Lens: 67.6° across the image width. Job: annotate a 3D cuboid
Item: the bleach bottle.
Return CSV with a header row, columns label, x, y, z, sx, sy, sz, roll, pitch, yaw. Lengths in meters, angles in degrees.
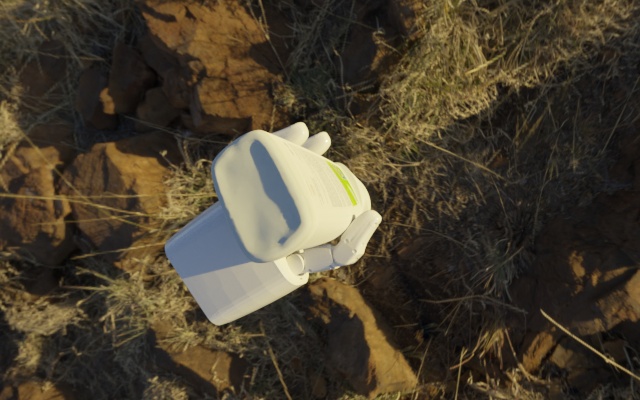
label,x,y,z,sx,sy,sz,roll,pitch,yaw
bleach bottle,0.000,0.001,0.471,0.068,0.102,0.251,-32,-15,18
